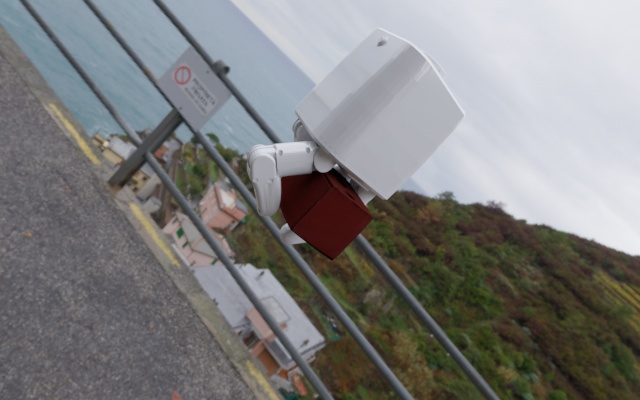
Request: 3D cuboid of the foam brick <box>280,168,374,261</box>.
[{"bbox_3d":[0.000,0.002,0.413,0.053,0.051,0.078,39,12,-32],"label":"foam brick"}]
